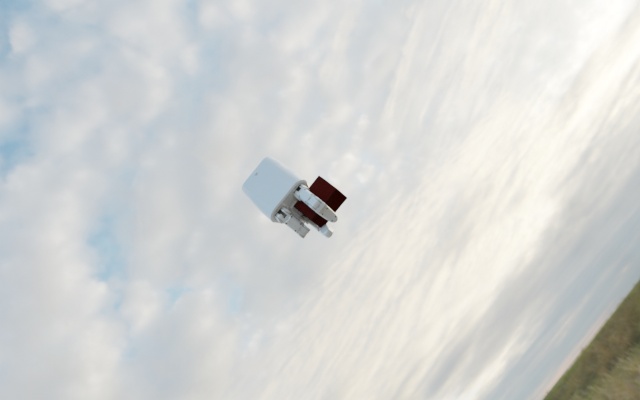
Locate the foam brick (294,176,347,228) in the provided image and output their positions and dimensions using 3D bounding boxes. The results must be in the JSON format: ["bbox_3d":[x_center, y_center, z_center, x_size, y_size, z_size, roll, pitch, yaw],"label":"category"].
[{"bbox_3d":[0.000,0.003,0.897,0.051,0.078,0.053,39,-1,34],"label":"foam brick"}]
